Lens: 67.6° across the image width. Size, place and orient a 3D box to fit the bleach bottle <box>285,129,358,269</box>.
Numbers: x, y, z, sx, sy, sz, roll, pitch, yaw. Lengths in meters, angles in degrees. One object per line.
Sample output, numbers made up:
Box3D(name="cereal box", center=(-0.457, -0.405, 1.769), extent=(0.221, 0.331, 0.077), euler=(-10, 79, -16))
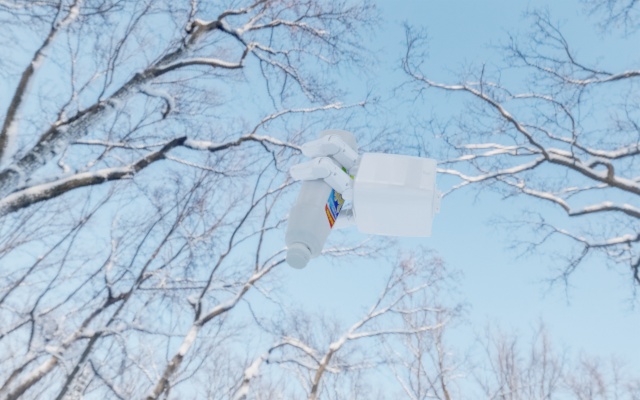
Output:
Box3D(name="bleach bottle", center=(0.000, 0.002, 0.690), extent=(0.068, 0.103, 0.250), euler=(6, 42, 13))
